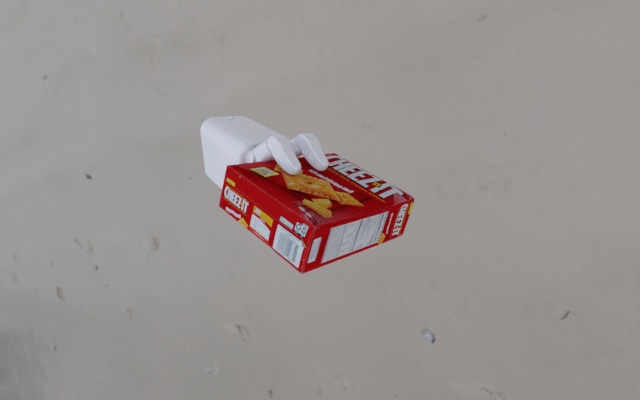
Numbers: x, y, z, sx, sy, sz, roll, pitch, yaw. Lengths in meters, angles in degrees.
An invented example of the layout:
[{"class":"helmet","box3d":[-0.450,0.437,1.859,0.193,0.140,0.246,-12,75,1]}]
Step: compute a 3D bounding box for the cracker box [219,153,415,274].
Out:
[{"class":"cracker box","box3d":[0.000,0.002,0.645,0.164,0.072,0.213,34,30,33]}]
